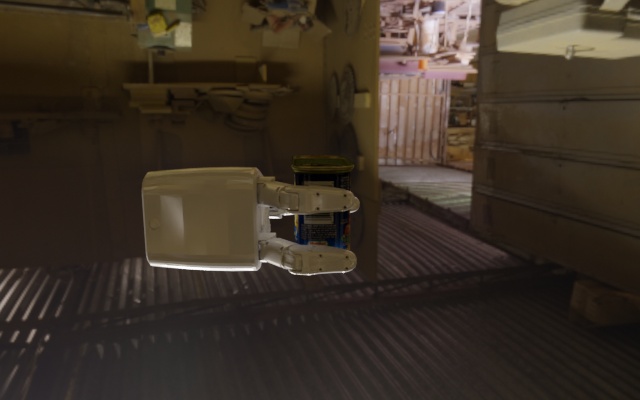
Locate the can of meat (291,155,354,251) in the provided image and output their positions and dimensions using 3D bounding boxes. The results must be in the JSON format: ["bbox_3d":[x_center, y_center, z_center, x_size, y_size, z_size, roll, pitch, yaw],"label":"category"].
[{"bbox_3d":[0.000,0.002,0.472,0.057,0.084,0.102,0,11,-3],"label":"can of meat"}]
